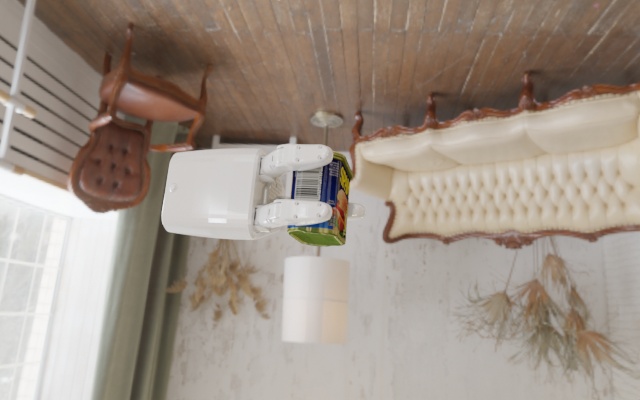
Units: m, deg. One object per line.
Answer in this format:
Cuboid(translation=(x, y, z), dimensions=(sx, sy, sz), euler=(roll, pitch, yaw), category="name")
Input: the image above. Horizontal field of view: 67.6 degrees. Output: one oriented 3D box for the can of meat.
Cuboid(translation=(0.000, 0.002, 0.511), dimensions=(0.057, 0.084, 0.102), euler=(3, -13, 11), category="can of meat")
